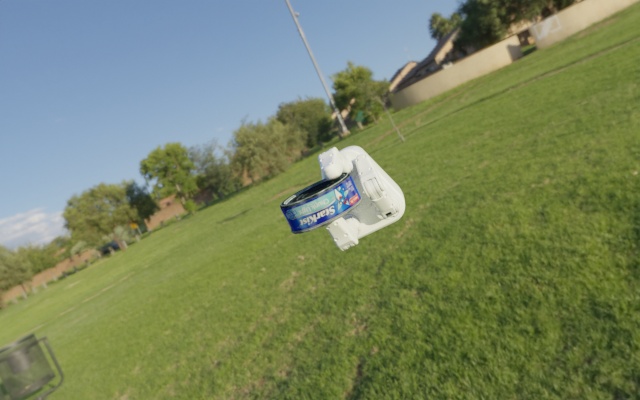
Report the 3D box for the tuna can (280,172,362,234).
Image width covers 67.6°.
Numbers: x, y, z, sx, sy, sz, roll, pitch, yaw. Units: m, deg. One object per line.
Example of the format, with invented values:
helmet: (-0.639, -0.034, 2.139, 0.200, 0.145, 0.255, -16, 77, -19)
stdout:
tuna can: (0.000, 0.001, 0.520, 0.086, 0.034, 0.086, -25, 10, 4)
